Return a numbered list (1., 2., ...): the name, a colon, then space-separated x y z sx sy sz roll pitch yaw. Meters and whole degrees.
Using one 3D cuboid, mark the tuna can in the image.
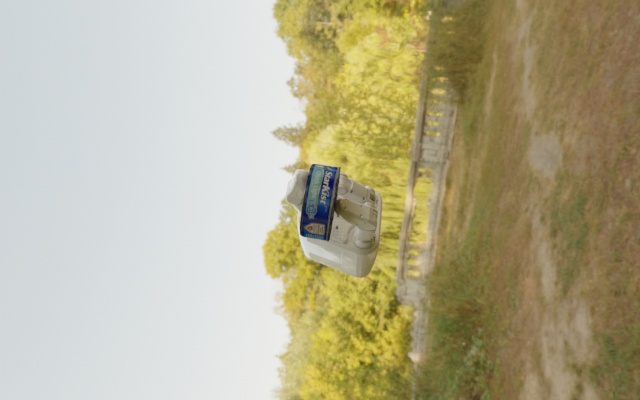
1. tuna can: 0.000 0.002 0.540 0.034 0.086 0.086 9 0 3
